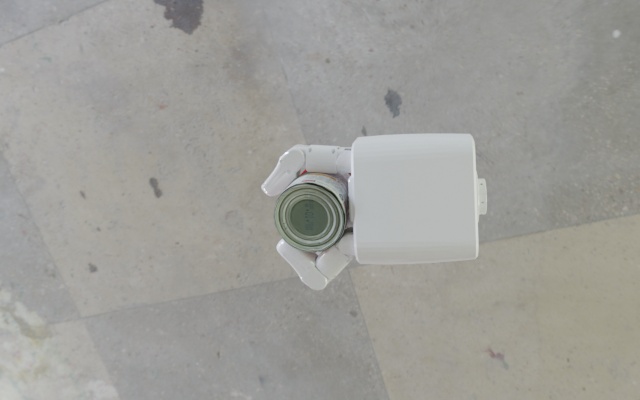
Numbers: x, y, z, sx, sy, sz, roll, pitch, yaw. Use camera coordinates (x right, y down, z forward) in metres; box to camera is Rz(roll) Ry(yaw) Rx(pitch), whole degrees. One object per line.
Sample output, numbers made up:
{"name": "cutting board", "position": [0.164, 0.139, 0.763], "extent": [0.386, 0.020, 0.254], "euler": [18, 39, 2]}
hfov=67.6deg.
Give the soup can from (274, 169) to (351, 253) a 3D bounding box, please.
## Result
{"name": "soup can", "position": [0.000, 0.002, 0.470], "extent": [0.068, 0.068, 0.102], "euler": [0, 18, 13]}
